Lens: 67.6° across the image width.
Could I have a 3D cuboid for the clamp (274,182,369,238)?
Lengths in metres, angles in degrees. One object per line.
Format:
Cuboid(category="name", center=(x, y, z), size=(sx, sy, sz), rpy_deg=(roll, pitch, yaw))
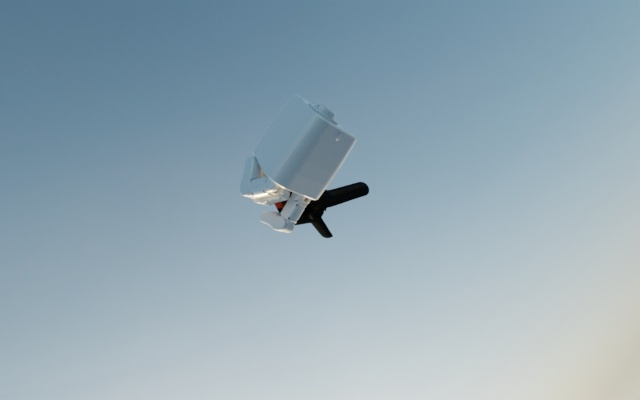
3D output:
Cuboid(category="clamp", center=(0.000, 0.002, 0.747), size=(0.171, 0.120, 0.039), rpy_deg=(19, 24, -52))
